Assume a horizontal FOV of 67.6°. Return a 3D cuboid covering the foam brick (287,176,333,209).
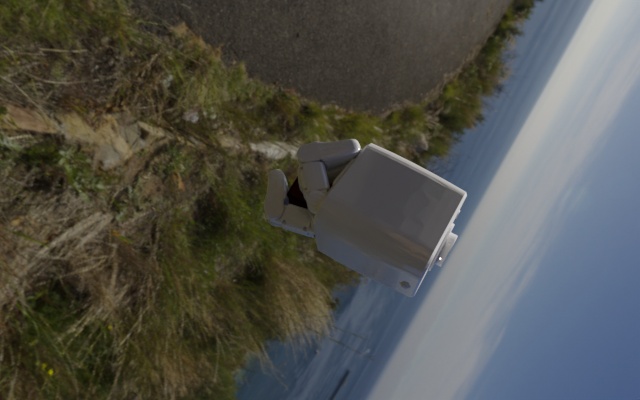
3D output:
[{"bbox_3d":[0.000,0.002,0.524,0.051,0.053,0.078,26,-21,14],"label":"foam brick"}]
